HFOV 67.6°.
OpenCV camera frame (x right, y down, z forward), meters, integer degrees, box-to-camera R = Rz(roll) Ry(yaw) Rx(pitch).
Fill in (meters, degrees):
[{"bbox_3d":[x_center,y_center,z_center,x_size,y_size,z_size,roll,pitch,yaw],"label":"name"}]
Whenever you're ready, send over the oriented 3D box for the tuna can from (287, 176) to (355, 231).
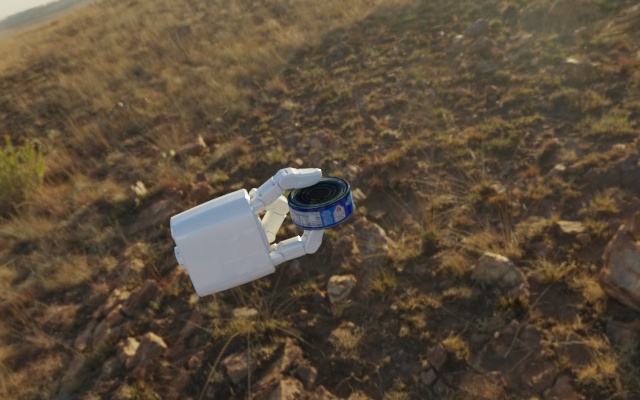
[{"bbox_3d":[0.000,0.002,0.625,0.086,0.034,0.086,-10,29,5],"label":"tuna can"}]
